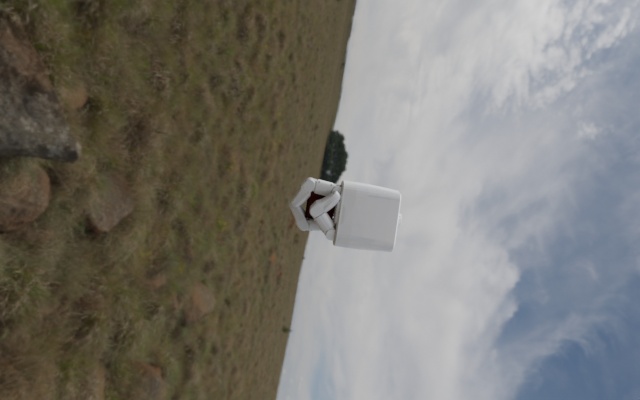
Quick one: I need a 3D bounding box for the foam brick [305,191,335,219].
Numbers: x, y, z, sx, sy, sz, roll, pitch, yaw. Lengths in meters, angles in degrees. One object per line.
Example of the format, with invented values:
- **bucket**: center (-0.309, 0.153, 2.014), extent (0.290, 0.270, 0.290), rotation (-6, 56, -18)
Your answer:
- **foam brick**: center (0.000, 0.003, 0.895), extent (0.051, 0.053, 0.078), rotation (8, 13, -2)
